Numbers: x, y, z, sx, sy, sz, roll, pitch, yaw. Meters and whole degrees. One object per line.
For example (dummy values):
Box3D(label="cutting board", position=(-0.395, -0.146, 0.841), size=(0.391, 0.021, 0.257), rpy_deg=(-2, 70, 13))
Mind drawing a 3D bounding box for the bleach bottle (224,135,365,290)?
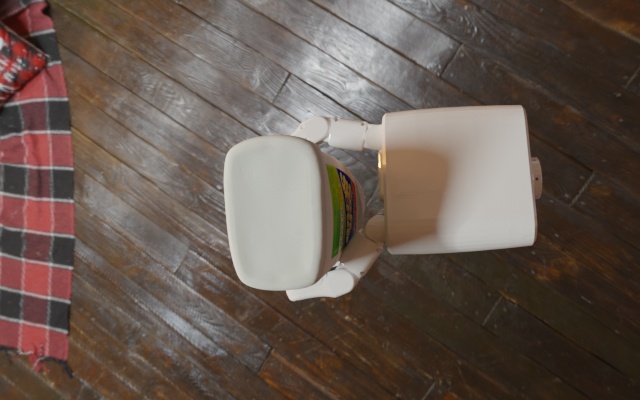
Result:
Box3D(label="bleach bottle", position=(0.000, 0.001, 0.416), size=(0.068, 0.102, 0.251), rpy_deg=(-2, 4, 14))
